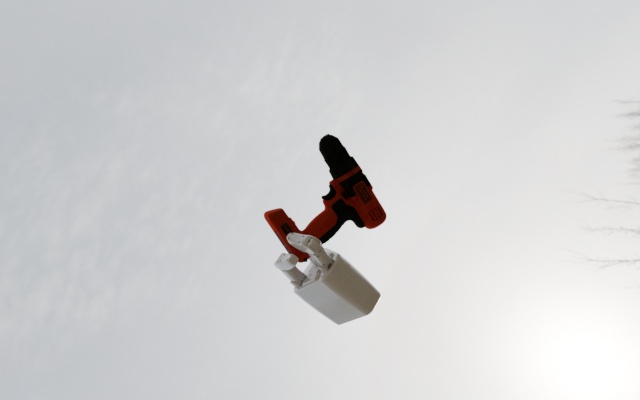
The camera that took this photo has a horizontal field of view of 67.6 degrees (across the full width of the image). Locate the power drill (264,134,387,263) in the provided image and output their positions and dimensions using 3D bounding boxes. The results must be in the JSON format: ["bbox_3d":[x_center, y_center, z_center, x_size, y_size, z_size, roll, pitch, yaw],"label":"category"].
[{"bbox_3d":[0.000,0.003,0.818,0.187,0.184,0.057,-34,4,-12],"label":"power drill"}]
